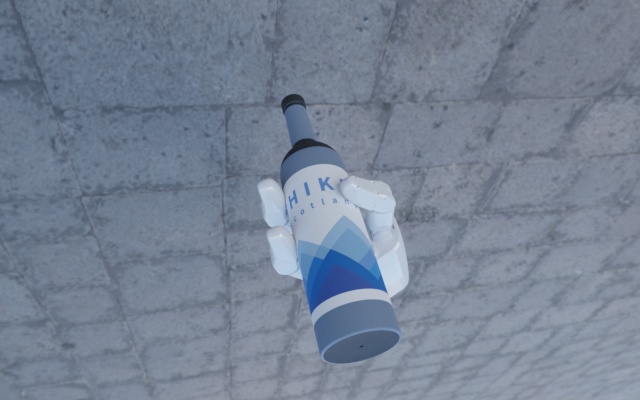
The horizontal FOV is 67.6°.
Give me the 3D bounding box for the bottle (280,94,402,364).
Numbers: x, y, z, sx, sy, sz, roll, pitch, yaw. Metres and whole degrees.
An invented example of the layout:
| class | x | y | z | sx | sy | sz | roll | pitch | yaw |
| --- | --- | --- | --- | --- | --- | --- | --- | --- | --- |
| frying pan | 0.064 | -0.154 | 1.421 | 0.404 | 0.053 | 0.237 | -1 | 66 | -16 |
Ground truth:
| class | x | y | z | sx | sy | sz | roll | pitch | yaw |
| --- | --- | --- | --- | --- | --- | --- | --- | --- | --- |
| bottle | 0.000 | 0.002 | 0.461 | 0.069 | 0.295 | 0.069 | -10 | -37 | -8 |
